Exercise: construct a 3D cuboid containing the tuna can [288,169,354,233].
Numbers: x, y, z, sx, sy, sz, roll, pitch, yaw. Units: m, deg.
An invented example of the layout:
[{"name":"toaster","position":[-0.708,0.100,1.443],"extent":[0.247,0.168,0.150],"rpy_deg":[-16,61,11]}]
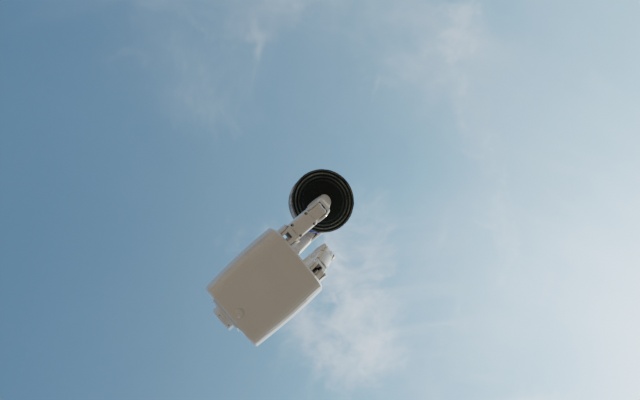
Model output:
[{"name":"tuna can","position":[0.000,0.002,0.652],"extent":[0.086,0.086,0.034],"rpy_deg":[0,-7,-14]}]
